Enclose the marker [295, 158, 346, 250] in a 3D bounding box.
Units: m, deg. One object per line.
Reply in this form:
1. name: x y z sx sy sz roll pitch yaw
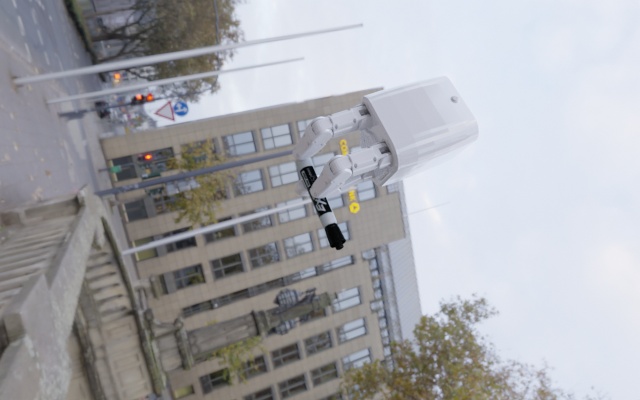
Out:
1. marker: 0.000 0.002 0.547 0.020 0.121 0.020 -19 -25 -9
